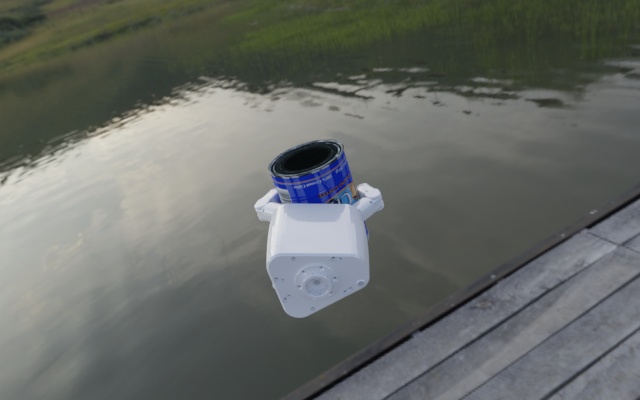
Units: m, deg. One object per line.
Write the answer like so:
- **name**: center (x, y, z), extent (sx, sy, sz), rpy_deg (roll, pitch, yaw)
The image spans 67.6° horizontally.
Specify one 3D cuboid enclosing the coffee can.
- **coffee can**: center (0.000, 0.002, 0.650), extent (0.103, 0.140, 0.102), rpy_deg (-15, 27, 8)
